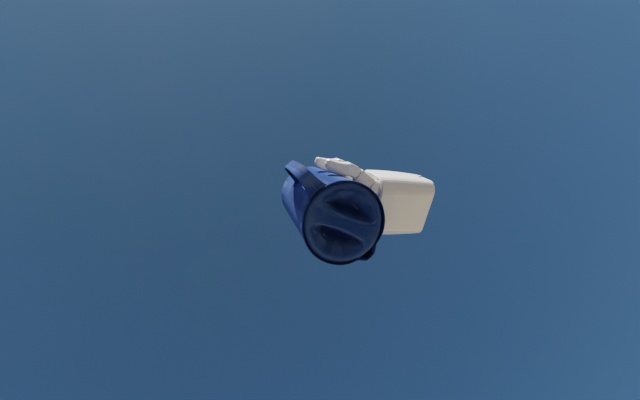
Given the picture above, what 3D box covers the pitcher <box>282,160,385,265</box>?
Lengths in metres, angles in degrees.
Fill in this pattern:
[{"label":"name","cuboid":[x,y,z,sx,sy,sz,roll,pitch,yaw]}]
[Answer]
[{"label":"pitcher","cuboid":[0.000,0.003,0.827,0.145,0.149,0.242,1,12,-17]}]
